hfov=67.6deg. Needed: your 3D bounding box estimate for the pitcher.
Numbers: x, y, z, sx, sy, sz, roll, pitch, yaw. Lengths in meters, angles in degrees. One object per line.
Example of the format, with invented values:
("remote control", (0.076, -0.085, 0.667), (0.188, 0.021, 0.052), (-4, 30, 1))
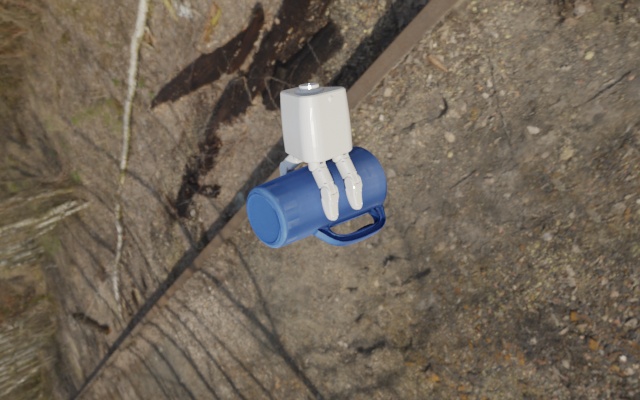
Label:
("pitcher", (0.000, 0.003, 0.849), (0.243, 0.145, 0.149), (-23, 28, -37))
